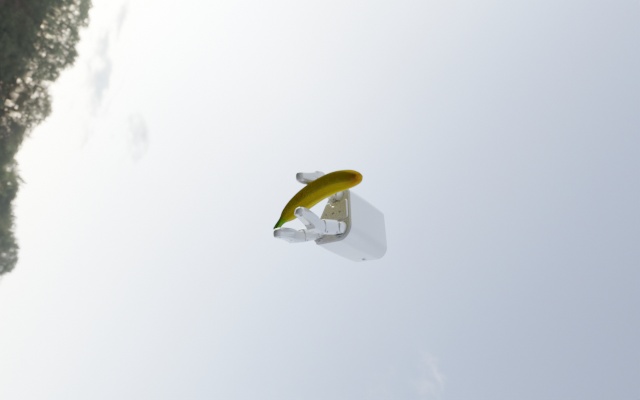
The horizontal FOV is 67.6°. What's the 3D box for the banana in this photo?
[{"bbox_3d":[-0.002,-0.009,0.814,0.198,0.069,0.037,-34,-55,32],"label":"banana"}]
